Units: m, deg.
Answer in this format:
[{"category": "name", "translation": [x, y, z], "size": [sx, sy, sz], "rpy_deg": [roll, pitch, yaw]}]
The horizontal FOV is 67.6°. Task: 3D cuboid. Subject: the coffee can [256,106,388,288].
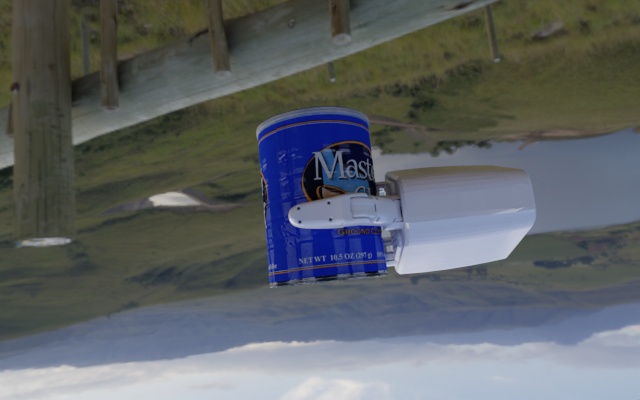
[{"category": "coffee can", "translation": [0.000, 0.001, 0.423], "size": [0.103, 0.140, 0.103], "rpy_deg": [-6, -10, -1]}]
